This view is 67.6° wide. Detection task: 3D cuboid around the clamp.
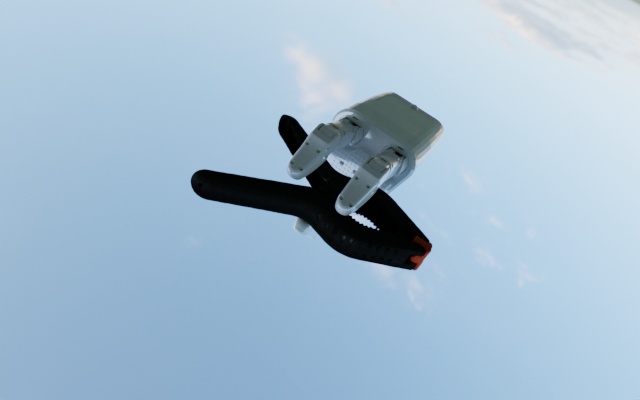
[{"bbox_3d":[0.000,0.002,0.437,0.210,0.036,0.164,36,39,14],"label":"clamp"}]
